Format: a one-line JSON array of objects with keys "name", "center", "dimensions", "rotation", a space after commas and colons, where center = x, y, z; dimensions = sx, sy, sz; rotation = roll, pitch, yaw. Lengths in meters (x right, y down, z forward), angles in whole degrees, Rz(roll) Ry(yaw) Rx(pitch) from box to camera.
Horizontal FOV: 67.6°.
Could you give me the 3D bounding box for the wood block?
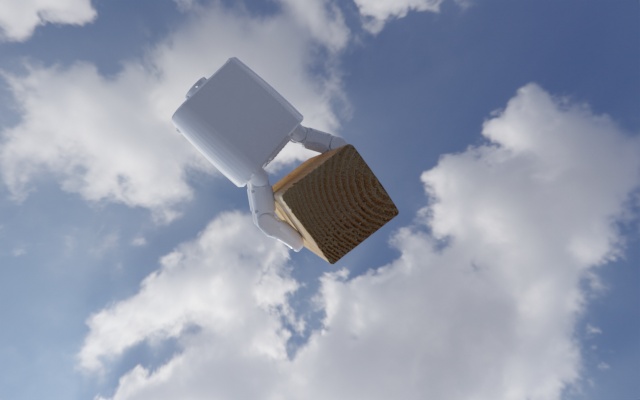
[{"name": "wood block", "center": [0.000, 0.001, 0.570], "dimensions": [0.091, 0.090, 0.206], "rotation": [-37, 8, -8]}]
